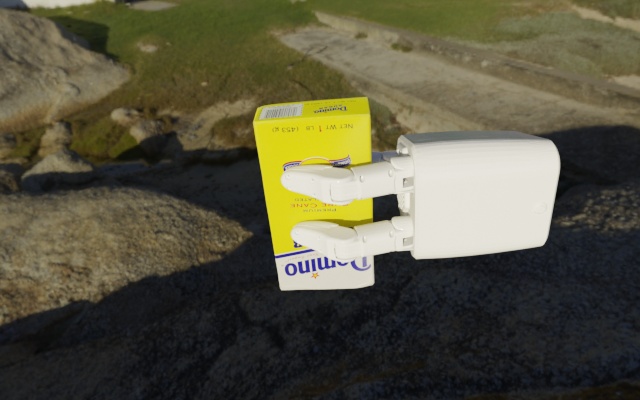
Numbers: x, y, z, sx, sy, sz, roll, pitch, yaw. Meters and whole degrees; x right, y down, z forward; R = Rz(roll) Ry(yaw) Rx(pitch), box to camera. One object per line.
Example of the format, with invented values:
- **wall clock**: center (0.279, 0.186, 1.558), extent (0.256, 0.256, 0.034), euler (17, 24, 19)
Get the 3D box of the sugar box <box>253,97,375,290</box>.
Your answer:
- **sugar box**: center (0.000, 0.002, 0.422), extent (0.093, 0.176, 0.048), euler (-3, 30, 5)
